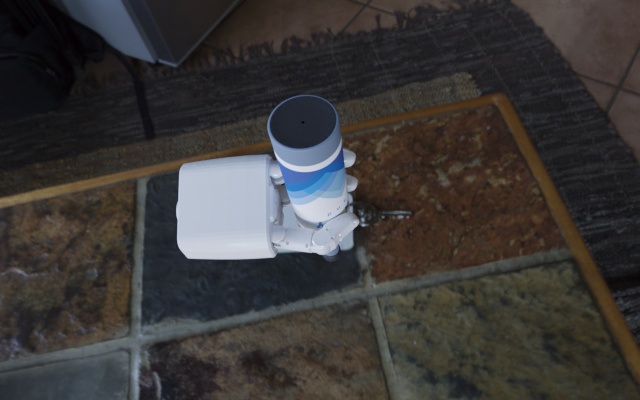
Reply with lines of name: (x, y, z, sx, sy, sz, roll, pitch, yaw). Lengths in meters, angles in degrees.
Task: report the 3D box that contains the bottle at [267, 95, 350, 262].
bottle: (0.000, 0.002, 0.562, 0.069, 0.069, 0.296, 0, -30, 7)
